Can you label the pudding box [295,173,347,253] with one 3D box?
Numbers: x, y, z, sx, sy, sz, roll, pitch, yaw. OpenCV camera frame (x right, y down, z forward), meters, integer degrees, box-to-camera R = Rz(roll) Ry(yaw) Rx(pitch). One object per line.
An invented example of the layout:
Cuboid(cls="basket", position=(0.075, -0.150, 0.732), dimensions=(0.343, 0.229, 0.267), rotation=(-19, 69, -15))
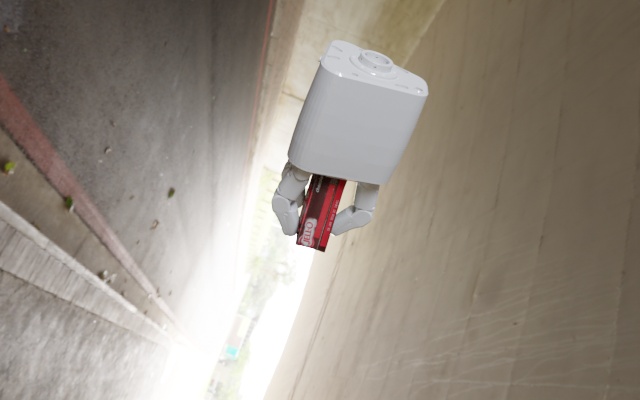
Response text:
Cuboid(cls="pudding box", position=(0.000, 0.002, 0.552), dimensions=(0.039, 0.090, 0.113), rotation=(18, 8, -2))
